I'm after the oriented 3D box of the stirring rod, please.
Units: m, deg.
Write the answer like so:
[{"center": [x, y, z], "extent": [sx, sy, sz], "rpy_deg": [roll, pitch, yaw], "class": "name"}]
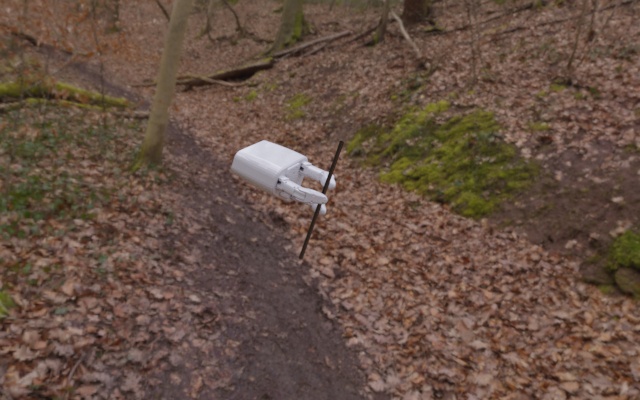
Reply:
[{"center": [0.000, 0.003, 0.892], "extent": [0.011, 0.239, 0.011], "rpy_deg": [18, 16, -5], "class": "stirring rod"}]
